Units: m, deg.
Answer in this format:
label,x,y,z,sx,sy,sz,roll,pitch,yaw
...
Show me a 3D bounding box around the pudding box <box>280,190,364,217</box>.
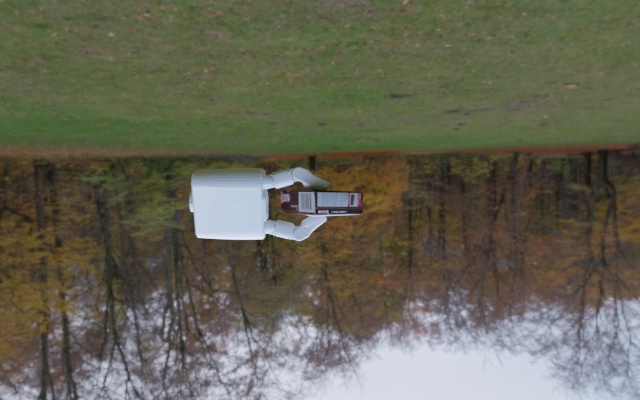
label,x,y,z,sx,sy,sz,roll,pitch,yaw
pudding box,0.000,0.003,0.755,0.090,0.039,0.113,-1,4,-31
